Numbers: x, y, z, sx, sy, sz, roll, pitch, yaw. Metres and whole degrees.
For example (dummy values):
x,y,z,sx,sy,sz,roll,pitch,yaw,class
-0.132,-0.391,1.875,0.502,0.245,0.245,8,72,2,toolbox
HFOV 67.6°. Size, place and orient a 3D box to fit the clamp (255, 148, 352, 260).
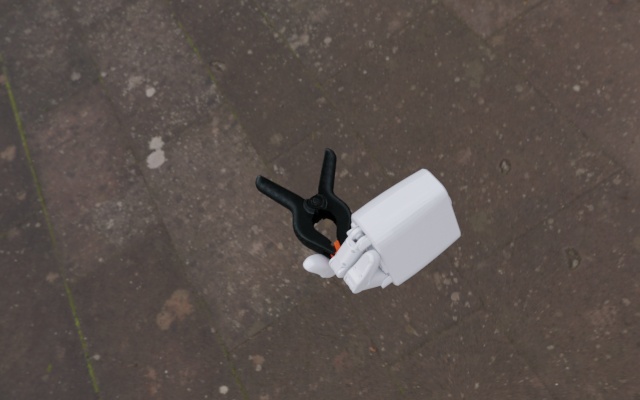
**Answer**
x,y,z,sx,sy,sz,roll,pitch,yaw,class
0.000,0.002,0.641,0.120,0.171,0.039,-33,-27,-7,clamp
